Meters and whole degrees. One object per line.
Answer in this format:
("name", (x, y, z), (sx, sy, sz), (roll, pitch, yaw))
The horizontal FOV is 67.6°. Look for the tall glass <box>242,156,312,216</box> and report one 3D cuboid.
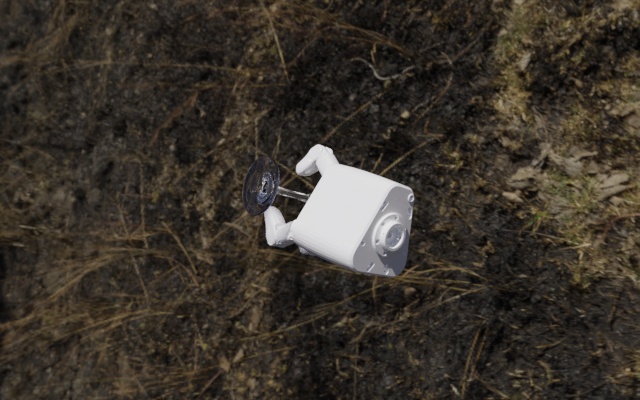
("tall glass", (0.000, 0.002, 0.639), (0.201, 0.079, 0.079), (15, -10, -40))
